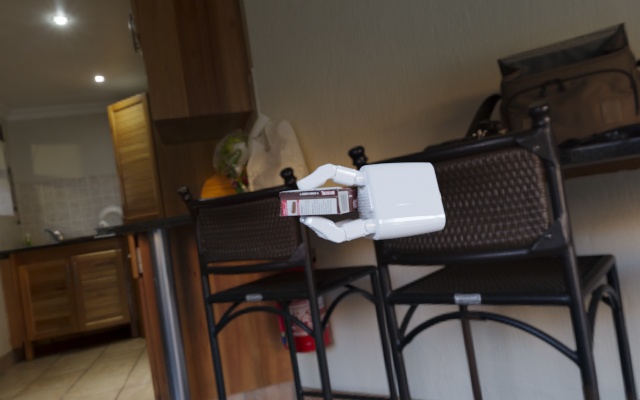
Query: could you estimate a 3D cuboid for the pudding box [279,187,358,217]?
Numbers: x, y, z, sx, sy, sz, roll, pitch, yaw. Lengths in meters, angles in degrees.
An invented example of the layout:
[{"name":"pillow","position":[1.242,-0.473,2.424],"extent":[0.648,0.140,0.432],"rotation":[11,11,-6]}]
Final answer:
[{"name":"pudding box","position":[0.000,0.002,0.706],"extent":[0.090,0.039,0.113],"rotation":[-4,-1,17]}]
